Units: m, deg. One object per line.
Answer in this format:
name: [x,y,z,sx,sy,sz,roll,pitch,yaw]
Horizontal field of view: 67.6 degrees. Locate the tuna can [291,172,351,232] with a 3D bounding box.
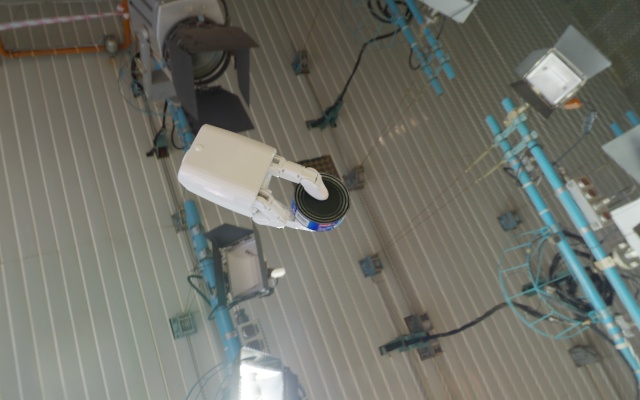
tuna can: [0.000,0.003,0.712,0.086,0.086,0.034,0,-27,-12]
